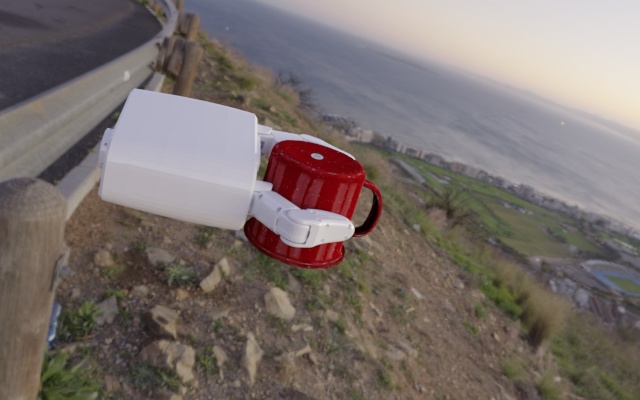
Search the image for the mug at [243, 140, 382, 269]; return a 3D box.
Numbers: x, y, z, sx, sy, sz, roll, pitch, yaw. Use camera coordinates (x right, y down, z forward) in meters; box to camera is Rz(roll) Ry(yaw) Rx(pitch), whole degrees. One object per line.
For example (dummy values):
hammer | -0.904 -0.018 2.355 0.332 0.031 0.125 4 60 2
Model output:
mug | 0.001 0.001 0.412 0.117 0.081 0.093 11 22 -18
